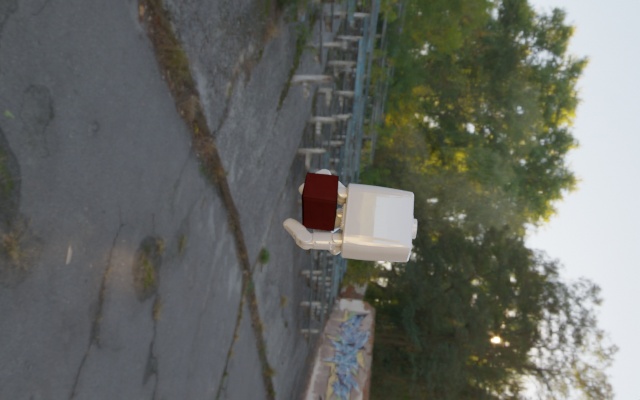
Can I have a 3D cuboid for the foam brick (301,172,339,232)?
[{"bbox_3d":[0.000,0.002,0.737,0.051,0.053,0.078,7,-39,4],"label":"foam brick"}]
